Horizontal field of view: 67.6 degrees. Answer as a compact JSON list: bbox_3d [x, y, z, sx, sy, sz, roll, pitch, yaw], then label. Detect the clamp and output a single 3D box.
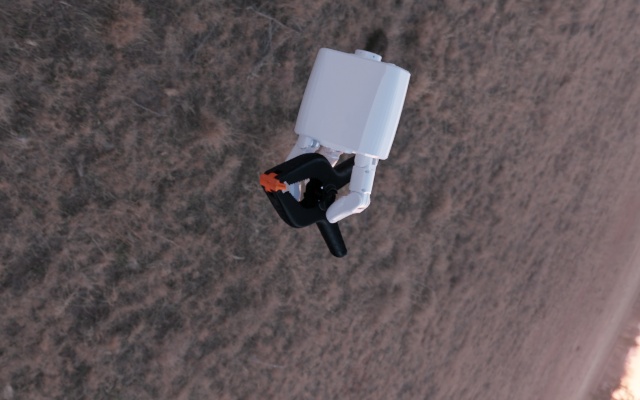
[{"bbox_3d":[0.000,0.002,0.609,0.036,0.164,0.210,22,13,36],"label":"clamp"}]
